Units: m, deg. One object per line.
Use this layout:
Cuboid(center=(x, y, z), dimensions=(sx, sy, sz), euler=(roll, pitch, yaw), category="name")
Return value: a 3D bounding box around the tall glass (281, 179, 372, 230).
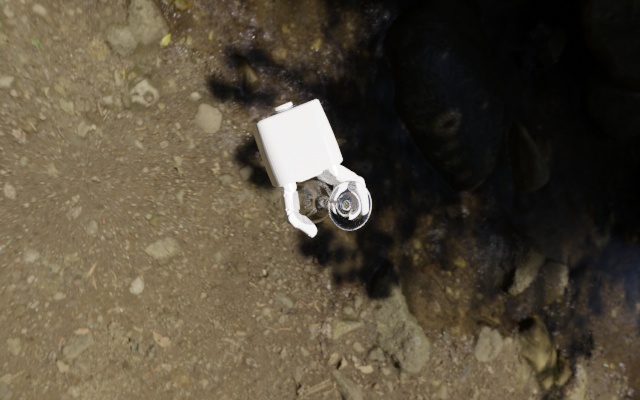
Cuboid(center=(0.000, 0.003, 0.792), dimensions=(0.079, 0.079, 0.201), euler=(0, 2, -26), category="tall glass")
